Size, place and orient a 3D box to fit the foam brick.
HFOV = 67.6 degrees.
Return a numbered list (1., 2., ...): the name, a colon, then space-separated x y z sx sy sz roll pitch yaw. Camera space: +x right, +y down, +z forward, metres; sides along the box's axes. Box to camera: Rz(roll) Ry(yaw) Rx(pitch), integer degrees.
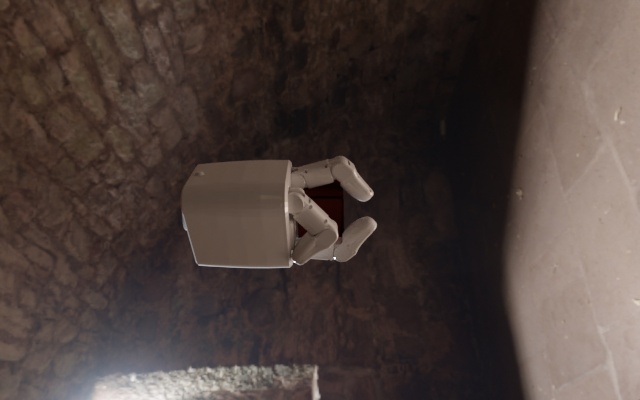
1. foam brick: 0.000 0.002 0.552 0.051 0.053 0.078 -1 25 1
